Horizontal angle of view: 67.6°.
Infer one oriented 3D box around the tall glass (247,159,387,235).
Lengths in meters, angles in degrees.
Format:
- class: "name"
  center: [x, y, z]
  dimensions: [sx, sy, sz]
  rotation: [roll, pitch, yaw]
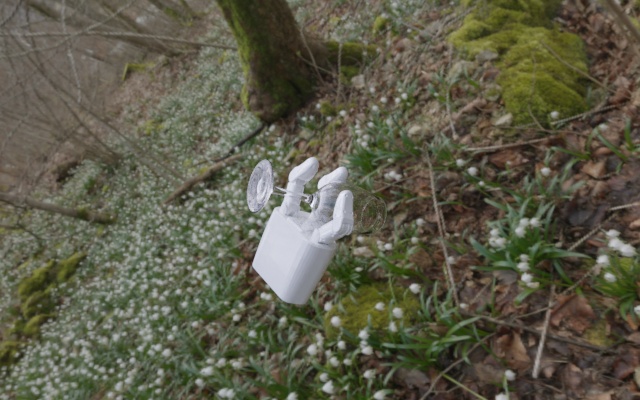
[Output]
- class: "tall glass"
  center: [0.000, 0.002, 0.689]
  dimensions: [0.201, 0.079, 0.079]
  rotation: [14, -8, -31]
